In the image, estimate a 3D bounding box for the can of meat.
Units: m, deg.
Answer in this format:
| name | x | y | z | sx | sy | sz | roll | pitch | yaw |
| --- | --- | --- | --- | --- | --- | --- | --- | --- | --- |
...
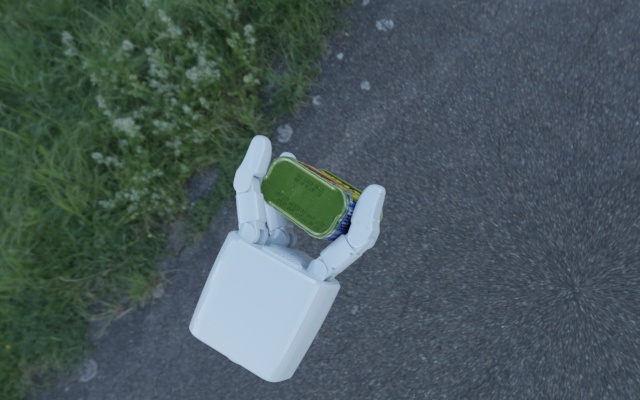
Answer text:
| name | x | y | z | sx | sy | sz | roll | pitch | yaw |
| --- | --- | --- | --- | --- | --- | --- | --- | --- | --- |
| can of meat | 0.000 | 0.002 | 0.481 | 0.102 | 0.057 | 0.084 | 33 | 8 | 29 |
